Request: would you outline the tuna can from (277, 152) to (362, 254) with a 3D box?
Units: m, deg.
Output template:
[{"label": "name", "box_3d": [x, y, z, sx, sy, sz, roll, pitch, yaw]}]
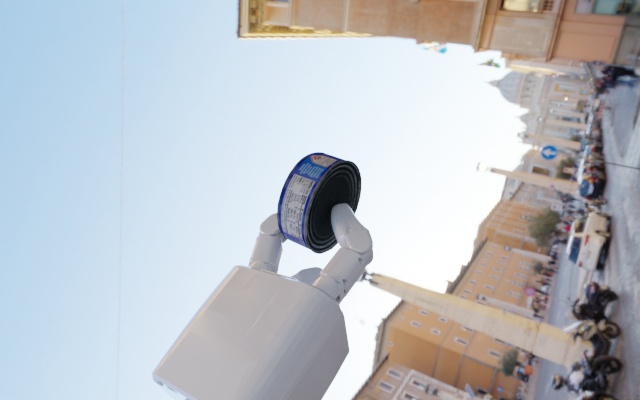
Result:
[{"label": "tuna can", "box_3d": [0.000, 0.001, 0.423, 0.033, 0.086, 0.086, 22, 11, 29]}]
